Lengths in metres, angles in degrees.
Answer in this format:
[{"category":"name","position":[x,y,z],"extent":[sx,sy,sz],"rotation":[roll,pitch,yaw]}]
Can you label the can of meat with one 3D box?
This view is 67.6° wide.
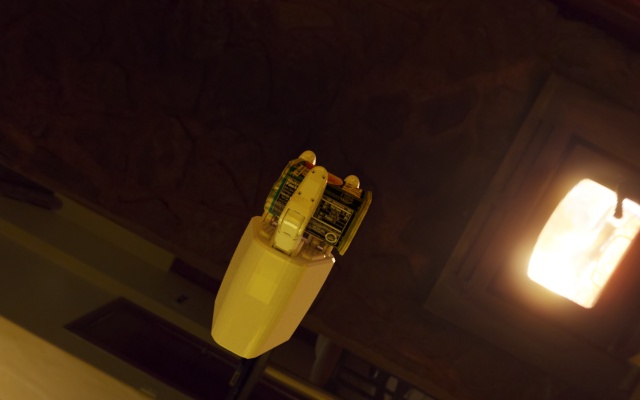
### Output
[{"category":"can of meat","position":[0.000,0.001,0.465],"extent":[0.084,0.057,0.102],"rotation":[28,10,2]}]
